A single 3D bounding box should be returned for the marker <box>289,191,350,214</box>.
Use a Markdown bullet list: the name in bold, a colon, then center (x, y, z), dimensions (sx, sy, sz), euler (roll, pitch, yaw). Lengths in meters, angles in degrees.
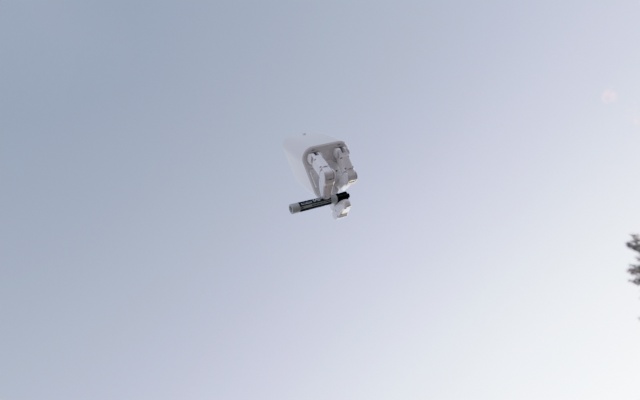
- **marker**: center (0.000, 0.003, 0.875), dimensions (0.121, 0.020, 0.020), euler (-14, 6, -24)
